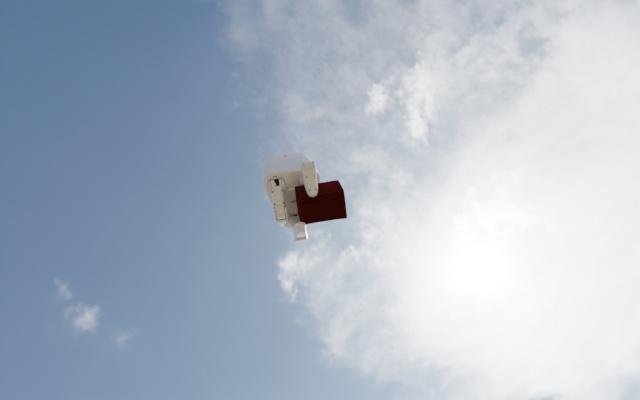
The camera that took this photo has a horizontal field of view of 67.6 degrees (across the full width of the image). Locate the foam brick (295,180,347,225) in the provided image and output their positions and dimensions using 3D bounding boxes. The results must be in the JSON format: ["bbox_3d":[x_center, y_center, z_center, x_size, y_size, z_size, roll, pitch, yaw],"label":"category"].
[{"bbox_3d":[0.000,0.003,0.799,0.078,0.053,0.051,-8,23,-6],"label":"foam brick"}]
